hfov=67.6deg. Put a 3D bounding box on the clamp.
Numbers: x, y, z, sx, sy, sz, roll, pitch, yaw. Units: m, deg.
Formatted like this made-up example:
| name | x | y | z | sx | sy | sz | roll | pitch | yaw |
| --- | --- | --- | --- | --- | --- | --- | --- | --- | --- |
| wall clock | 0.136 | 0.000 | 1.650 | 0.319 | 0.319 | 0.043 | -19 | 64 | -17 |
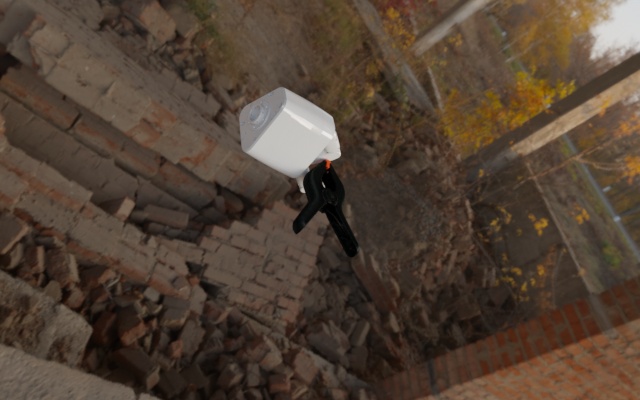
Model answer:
| name | x | y | z | sx | sy | sz | roll | pitch | yaw |
| --- | --- | --- | --- | --- | --- | --- | --- | --- | --- |
| clamp | 0.001 | 0.002 | 0.748 | 0.120 | 0.171 | 0.039 | 24 | -49 | -40 |
